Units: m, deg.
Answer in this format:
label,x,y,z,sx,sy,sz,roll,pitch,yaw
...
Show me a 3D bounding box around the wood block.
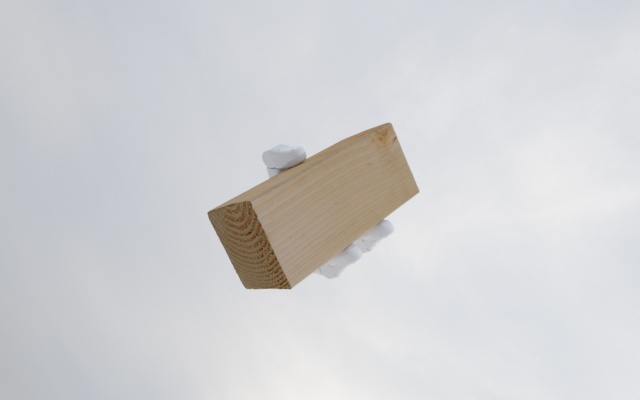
label,x,y,z,sx,sy,sz,roll,pitch,yaw
wood block,0.000,0.001,0.508,0.206,0.091,0.090,-33,12,-37
